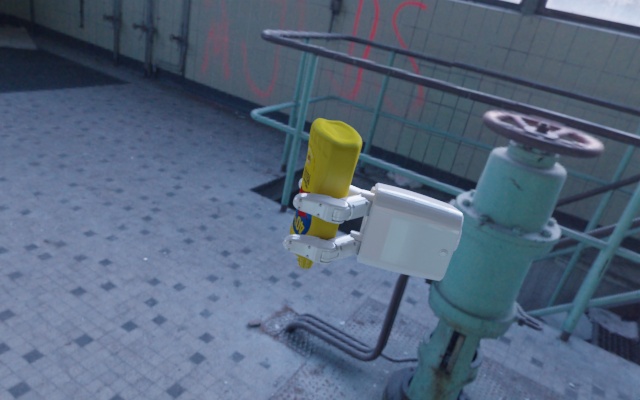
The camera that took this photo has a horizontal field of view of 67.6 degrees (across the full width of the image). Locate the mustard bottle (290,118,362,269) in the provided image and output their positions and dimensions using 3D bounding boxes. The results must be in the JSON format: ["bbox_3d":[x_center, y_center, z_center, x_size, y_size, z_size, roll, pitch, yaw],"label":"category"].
[{"bbox_3d":[0.000,0.002,0.594,0.058,0.192,0.096,5,26,-17],"label":"mustard bottle"}]
